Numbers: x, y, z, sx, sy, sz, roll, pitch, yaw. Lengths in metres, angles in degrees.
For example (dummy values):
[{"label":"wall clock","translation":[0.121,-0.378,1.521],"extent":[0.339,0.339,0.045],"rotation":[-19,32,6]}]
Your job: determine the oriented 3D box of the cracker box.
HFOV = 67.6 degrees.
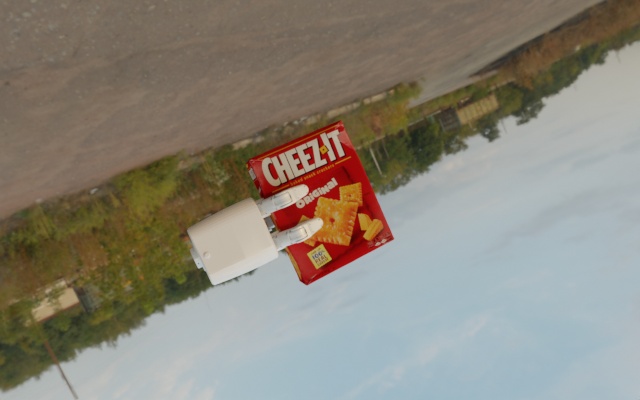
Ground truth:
[{"label":"cracker box","translation":[0.000,0.003,0.763],"extent":[0.164,0.214,0.072],"rotation":[-25,4,-13]}]
